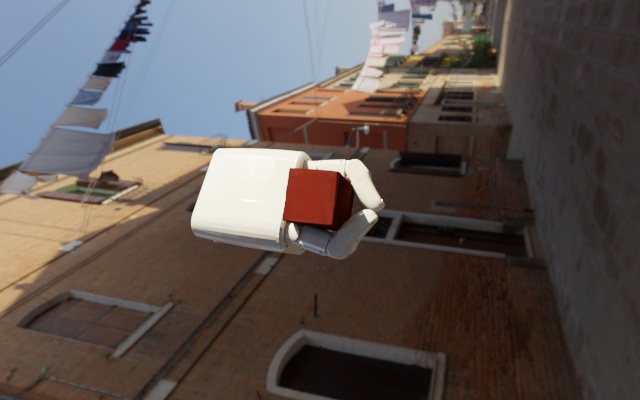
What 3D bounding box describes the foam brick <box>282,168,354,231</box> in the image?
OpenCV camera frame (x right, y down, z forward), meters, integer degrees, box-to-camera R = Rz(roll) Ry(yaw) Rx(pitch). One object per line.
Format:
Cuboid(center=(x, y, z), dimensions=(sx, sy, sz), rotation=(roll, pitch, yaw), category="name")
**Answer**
Cuboid(center=(0.000, 0.001, 0.480), dimensions=(0.051, 0.053, 0.078), rotation=(6, -7, 16), category="foam brick")
